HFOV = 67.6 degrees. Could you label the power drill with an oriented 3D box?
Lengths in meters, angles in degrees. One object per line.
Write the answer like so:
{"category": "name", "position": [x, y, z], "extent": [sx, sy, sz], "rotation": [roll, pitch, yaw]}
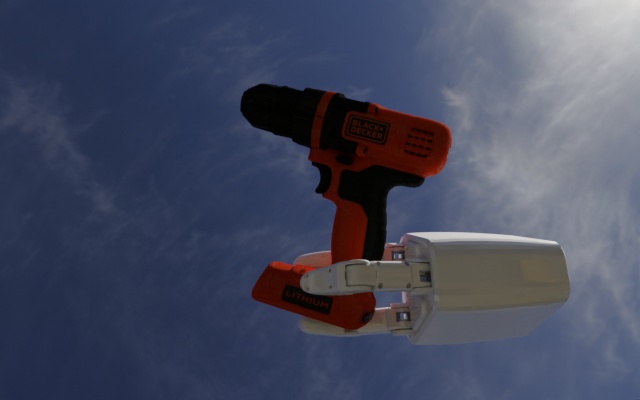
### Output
{"category": "power drill", "position": [0.000, 0.002, 0.409], "extent": [0.184, 0.187, 0.057], "rotation": [16, 5, 13]}
